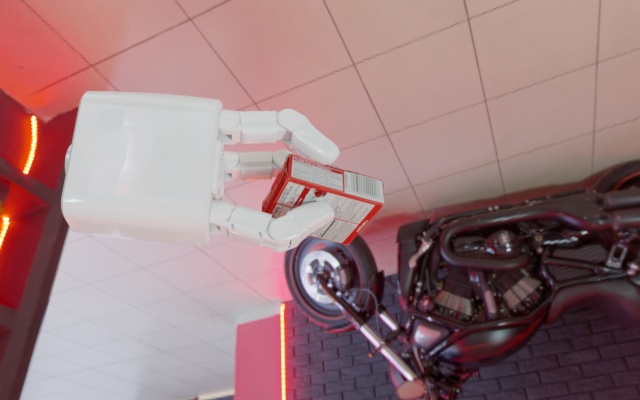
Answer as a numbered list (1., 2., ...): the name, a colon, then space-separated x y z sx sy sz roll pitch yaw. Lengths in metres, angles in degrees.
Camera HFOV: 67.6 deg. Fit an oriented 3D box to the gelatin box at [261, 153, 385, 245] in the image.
1. gelatin box: 0.000 0.002 0.417 0.089 0.030 0.073 15 -38 -16
